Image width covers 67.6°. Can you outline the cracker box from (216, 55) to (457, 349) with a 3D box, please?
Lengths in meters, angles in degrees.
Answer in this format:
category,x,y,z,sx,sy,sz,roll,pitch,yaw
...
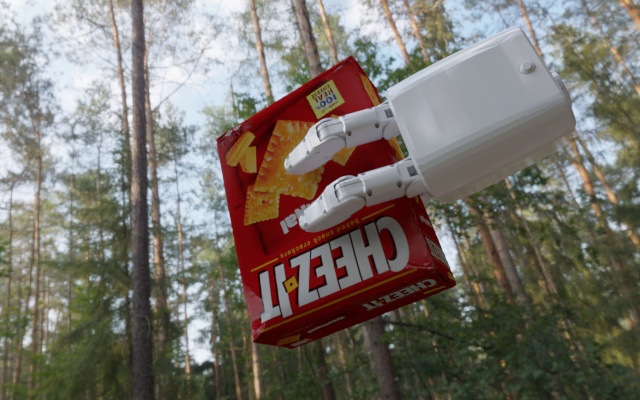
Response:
category,x,y,z,sx,sy,sz,roll,pitch,yaw
cracker box,0.000,0.001,0.429,0.164,0.213,0.072,-26,-29,19
